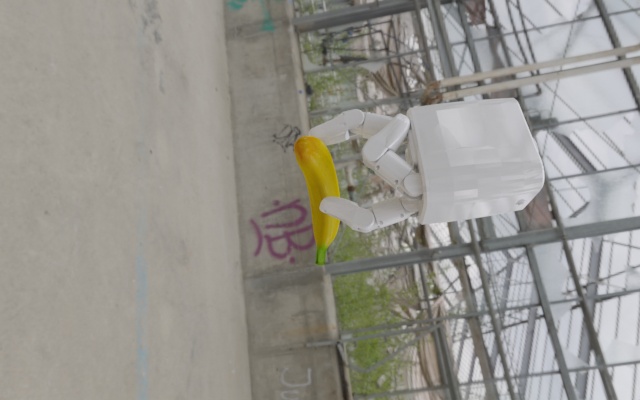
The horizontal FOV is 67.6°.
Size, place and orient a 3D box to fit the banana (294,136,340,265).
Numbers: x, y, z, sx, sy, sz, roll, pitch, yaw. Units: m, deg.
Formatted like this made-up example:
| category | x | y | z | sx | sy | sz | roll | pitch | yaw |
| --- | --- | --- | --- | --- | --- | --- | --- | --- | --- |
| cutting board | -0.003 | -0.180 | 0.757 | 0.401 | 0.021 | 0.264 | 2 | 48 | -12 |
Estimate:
| category | x | y | z | sx | sy | sz | roll | pitch | yaw |
| --- | --- | --- | --- | --- | --- | --- | --- | --- | --- |
| banana | 0.001 | -0.010 | 0.530 | 0.037 | 0.069 | 0.198 | -4 | -42 | 6 |
